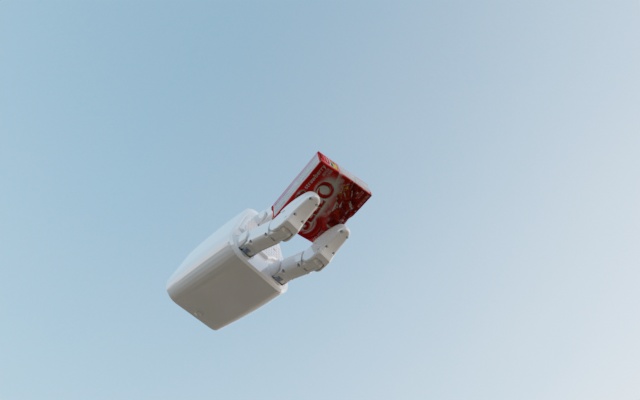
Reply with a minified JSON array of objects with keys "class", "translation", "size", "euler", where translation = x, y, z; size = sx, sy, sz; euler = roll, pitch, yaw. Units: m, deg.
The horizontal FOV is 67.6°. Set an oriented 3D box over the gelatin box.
[{"class":"gelatin box","translation":[0.000,0.001,0.527],"size":[0.073,0.089,0.030],"euler":[33,20,-24]}]
